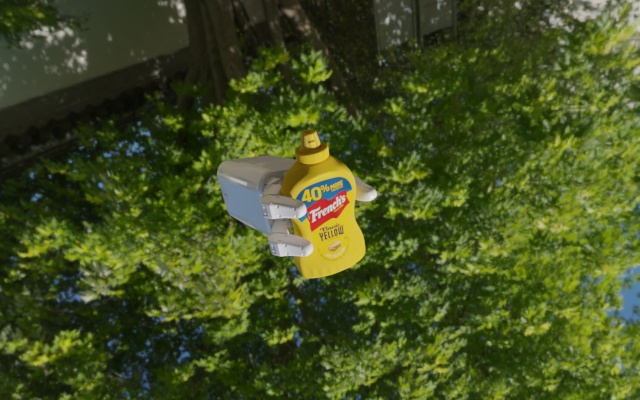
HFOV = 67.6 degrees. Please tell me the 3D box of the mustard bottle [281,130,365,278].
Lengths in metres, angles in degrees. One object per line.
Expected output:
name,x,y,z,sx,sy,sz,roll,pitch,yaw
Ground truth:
mustard bottle,0.000,0.002,0.609,0.096,0.192,0.058,-18,28,-14
